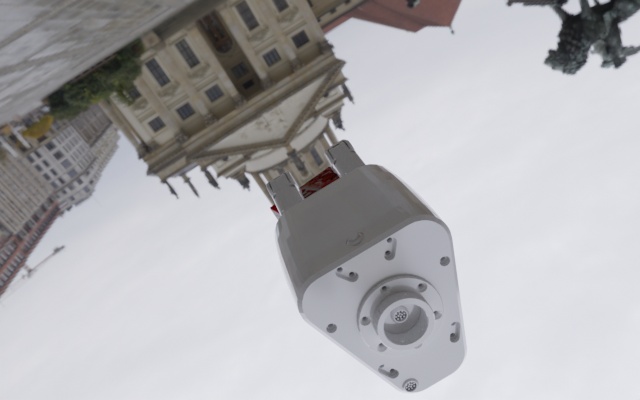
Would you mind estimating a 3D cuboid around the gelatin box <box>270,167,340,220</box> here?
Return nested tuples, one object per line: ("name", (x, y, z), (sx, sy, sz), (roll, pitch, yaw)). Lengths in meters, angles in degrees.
("gelatin box", (0.000, 0.002, 0.429), (0.073, 0.030, 0.089), (-35, 16, -12))
